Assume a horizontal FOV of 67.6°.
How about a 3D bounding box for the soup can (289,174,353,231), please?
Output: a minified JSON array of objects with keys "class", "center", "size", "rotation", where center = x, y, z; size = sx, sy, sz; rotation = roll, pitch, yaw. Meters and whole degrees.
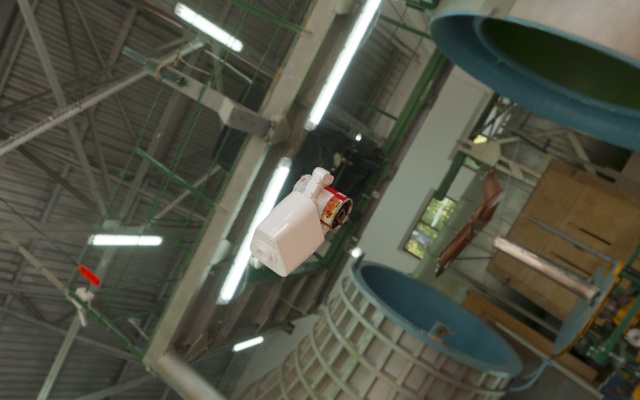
[{"class":"soup can","center":[0.000,0.002,0.886],"size":[0.102,0.068,0.068],"rotation":[31,13,23]}]
